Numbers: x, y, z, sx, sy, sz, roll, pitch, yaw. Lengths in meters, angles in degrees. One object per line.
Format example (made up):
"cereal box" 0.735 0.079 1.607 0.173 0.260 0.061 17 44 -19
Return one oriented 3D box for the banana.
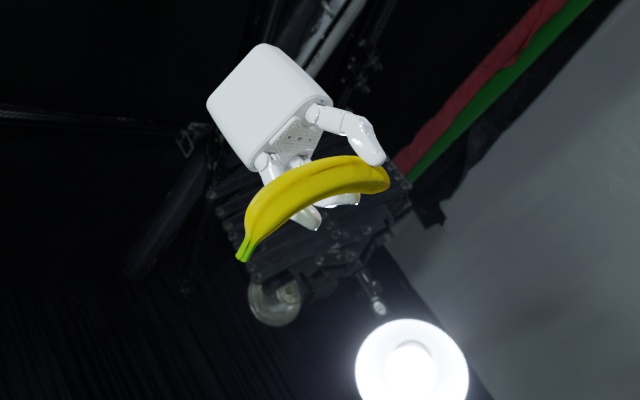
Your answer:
"banana" 0.001 -0.010 0.458 0.197 0.070 0.037 -24 57 -33
